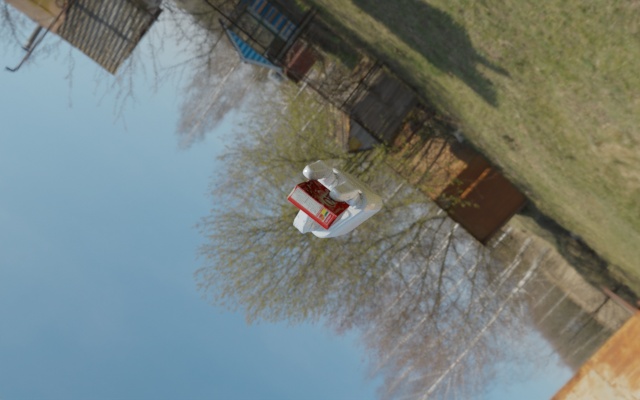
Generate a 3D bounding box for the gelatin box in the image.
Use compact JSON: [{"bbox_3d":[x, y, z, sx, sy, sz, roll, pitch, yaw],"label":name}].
[{"bbox_3d":[0.000,0.003,0.702,0.073,0.030,0.089,38,17,7],"label":"gelatin box"}]
